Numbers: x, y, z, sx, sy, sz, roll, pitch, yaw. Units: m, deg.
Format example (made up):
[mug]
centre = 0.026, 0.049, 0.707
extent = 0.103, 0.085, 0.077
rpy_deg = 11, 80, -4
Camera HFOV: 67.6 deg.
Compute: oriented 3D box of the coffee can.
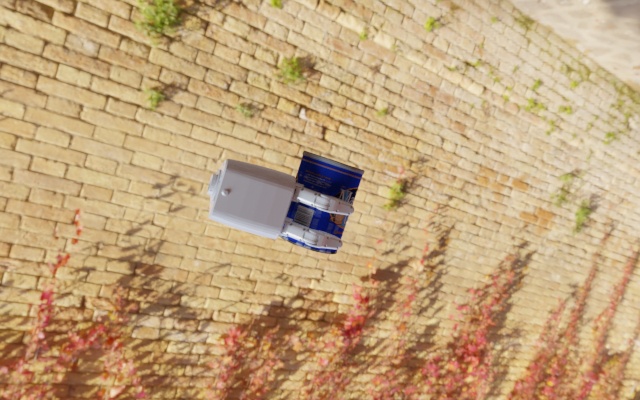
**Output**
[coffee can]
centre = 0.000, 0.002, 0.764
extent = 0.103, 0.140, 0.103
rpy_deg = 18, 5, -2
